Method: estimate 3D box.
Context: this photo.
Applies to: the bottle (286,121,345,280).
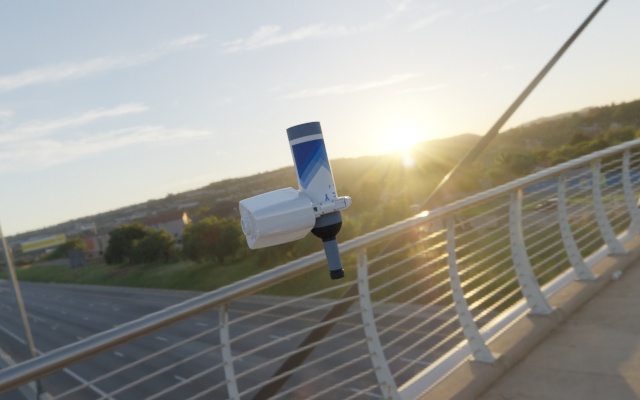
[{"bbox_3d":[0.000,0.003,0.899,0.069,0.296,0.069,-13,2,0],"label":"bottle"}]
